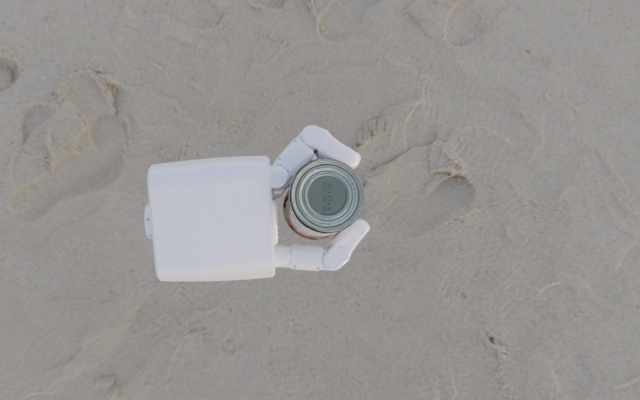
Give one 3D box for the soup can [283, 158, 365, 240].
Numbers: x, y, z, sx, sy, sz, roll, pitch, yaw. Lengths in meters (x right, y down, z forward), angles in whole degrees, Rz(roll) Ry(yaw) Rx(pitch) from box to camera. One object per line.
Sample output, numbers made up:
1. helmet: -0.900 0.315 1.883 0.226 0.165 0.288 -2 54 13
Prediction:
1. soup can: 0.001 0.002 0.459 0.068 0.068 0.102 0 -7 -7
